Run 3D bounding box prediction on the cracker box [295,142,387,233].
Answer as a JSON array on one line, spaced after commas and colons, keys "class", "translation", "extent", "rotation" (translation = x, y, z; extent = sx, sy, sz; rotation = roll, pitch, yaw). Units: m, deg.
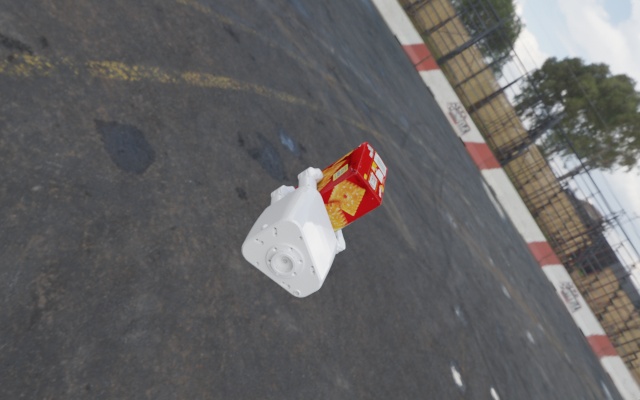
[{"class": "cracker box", "translation": [0.000, 0.003, 0.783], "extent": [0.214, 0.072, 0.164], "rotation": [-32, 13, 22]}]
